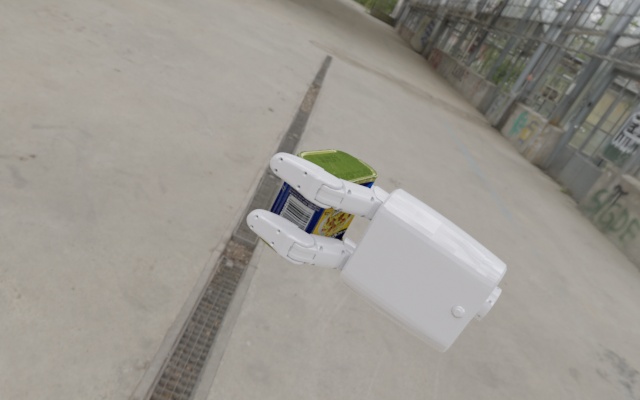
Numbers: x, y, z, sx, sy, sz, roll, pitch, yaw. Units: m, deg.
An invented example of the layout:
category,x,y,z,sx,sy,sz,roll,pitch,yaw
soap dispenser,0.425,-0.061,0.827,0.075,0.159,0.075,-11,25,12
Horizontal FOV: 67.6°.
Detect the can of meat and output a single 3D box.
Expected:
category,x,y,z,sx,sy,sz,roll,pitch,yaw
can of meat,0.000,0.001,0.444,0.057,0.084,0.102,37,24,20
